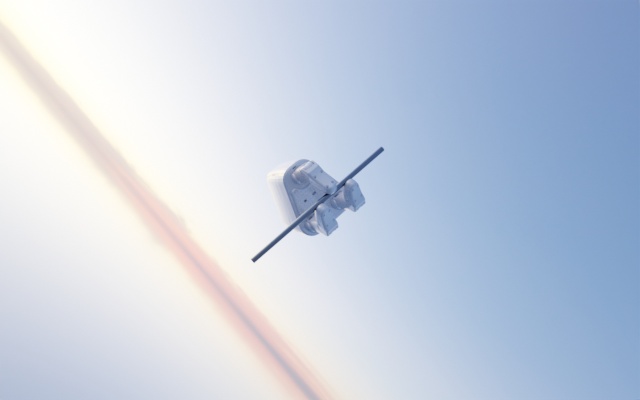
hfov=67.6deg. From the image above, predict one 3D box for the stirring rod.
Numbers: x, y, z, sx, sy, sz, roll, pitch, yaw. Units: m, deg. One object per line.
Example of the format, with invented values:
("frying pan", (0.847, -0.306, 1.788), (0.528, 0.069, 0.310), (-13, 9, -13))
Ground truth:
("stirring rod", (0.000, 0.002, 0.645), (0.239, 0.011, 0.011), (-41, 13, -16))
